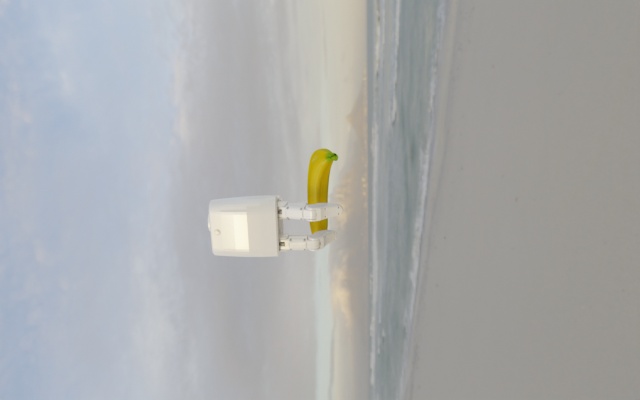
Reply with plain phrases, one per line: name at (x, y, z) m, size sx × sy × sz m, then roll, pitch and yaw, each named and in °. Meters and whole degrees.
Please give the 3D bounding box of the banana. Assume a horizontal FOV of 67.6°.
banana at (-0.002, -0.012, 0.775) m, size 0.037 × 0.198 × 0.069 m, roll -2°, pitch 42°, yaw -8°
